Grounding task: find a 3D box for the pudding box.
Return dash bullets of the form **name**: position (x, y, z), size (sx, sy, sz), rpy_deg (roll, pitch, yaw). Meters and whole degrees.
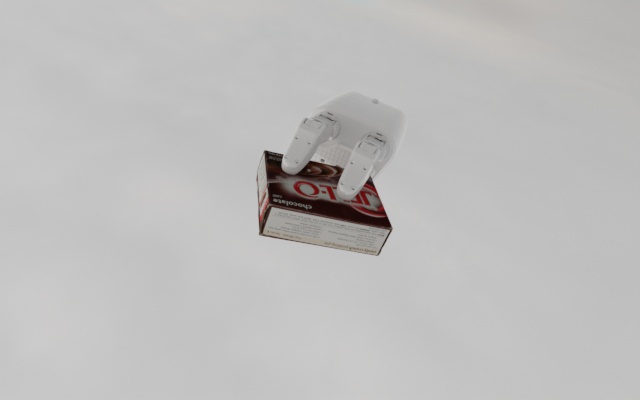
- **pudding box**: position (0.000, 0.002, 0.433), size (0.113, 0.039, 0.090), rpy_deg (10, 31, -16)
